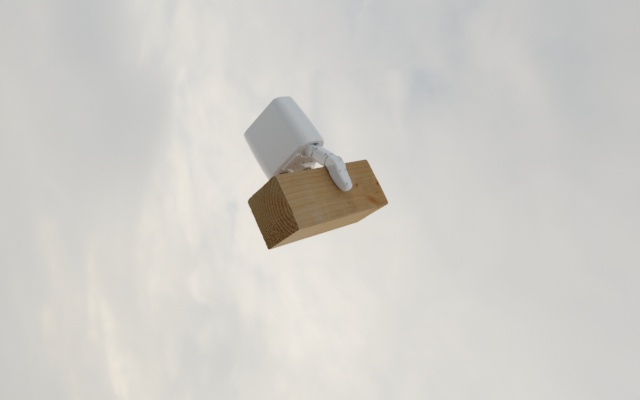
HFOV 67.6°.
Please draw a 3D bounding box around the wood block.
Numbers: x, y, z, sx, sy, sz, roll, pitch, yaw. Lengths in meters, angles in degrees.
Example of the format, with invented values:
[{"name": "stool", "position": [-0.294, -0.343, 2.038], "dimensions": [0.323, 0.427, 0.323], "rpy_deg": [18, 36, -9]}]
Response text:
[{"name": "wood block", "position": [0.000, 0.002, 0.779], "dimensions": [0.206, 0.090, 0.091], "rpy_deg": [-14, -16, -43]}]
